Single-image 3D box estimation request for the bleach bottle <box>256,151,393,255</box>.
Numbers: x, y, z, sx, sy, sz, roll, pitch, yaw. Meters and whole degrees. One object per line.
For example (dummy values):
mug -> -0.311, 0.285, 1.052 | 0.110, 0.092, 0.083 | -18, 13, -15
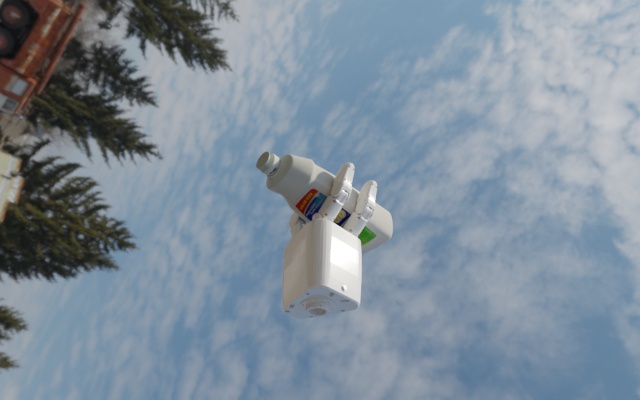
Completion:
bleach bottle -> 0.000, 0.002, 0.744 | 0.102, 0.068, 0.251 | -30, -47, 35
